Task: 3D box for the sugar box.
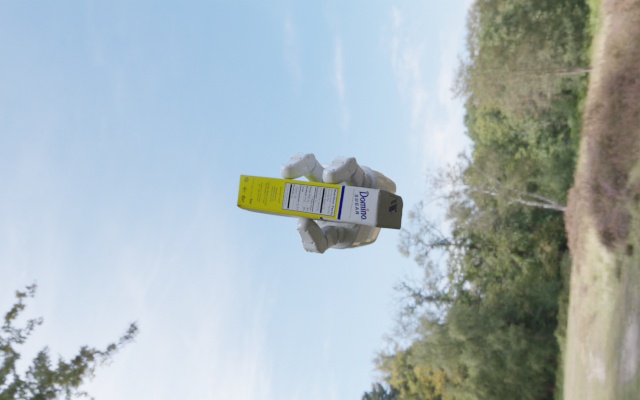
[{"bbox_3d":[0.000,0.001,0.559,0.176,0.048,0.093,4,-3,25],"label":"sugar box"}]
